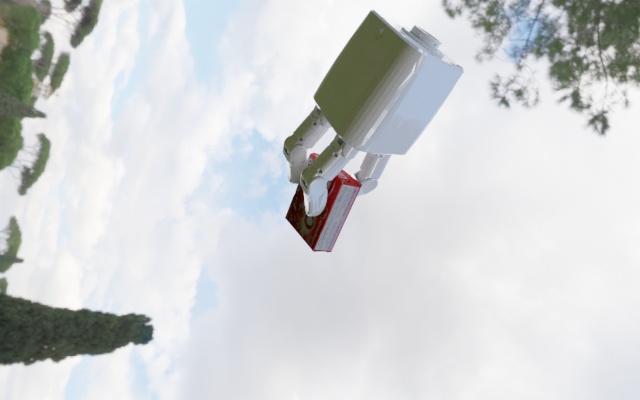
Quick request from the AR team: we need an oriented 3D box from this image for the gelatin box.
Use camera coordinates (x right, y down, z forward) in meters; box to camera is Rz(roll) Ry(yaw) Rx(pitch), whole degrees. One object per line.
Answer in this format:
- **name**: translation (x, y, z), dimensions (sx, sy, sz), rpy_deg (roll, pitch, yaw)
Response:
- **gelatin box**: translation (0.000, 0.002, 0.536), dimensions (0.030, 0.089, 0.073), rpy_deg (8, 24, -36)
